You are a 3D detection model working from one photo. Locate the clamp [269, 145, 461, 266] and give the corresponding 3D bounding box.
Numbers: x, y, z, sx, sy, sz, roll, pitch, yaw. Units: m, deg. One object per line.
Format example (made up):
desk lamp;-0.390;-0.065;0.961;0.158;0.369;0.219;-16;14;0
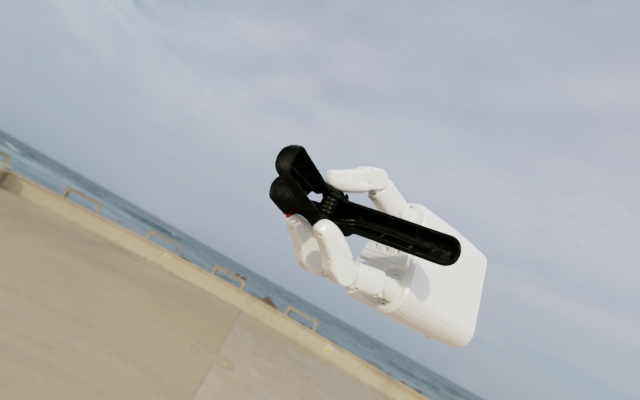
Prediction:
clamp;0.000;0.001;0.426;0.164;0.036;0.210;32;-11;-27
